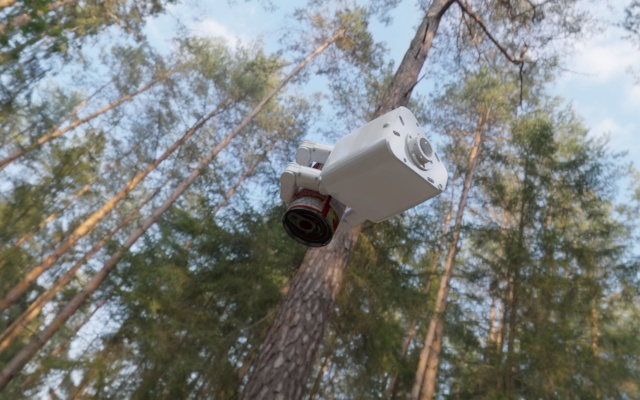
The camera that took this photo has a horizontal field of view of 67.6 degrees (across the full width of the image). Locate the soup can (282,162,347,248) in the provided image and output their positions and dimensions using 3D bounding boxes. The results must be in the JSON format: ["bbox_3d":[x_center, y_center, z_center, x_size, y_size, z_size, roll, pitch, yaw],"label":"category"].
[{"bbox_3d":[0.000,0.002,0.630,0.068,0.068,0.102,0,41,26],"label":"soup can"}]
